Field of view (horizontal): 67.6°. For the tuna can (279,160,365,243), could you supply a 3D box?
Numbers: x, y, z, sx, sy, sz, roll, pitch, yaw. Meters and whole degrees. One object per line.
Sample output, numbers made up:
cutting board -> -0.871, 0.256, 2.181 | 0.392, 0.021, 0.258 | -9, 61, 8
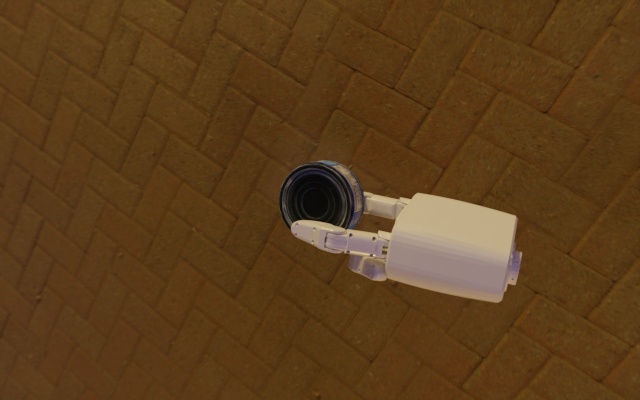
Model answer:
tuna can -> 0.000, 0.002, 0.495 | 0.086, 0.086, 0.034 | 0, 7, 26
